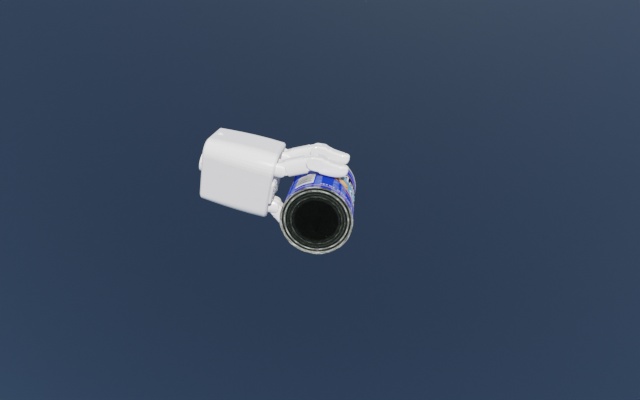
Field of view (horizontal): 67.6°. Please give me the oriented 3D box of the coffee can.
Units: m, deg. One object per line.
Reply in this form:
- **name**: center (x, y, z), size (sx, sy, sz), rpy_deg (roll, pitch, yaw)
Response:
- **coffee can**: center (0.000, 0.002, 0.720), size (0.103, 0.103, 0.140), rpy_deg (0, 23, 5)
